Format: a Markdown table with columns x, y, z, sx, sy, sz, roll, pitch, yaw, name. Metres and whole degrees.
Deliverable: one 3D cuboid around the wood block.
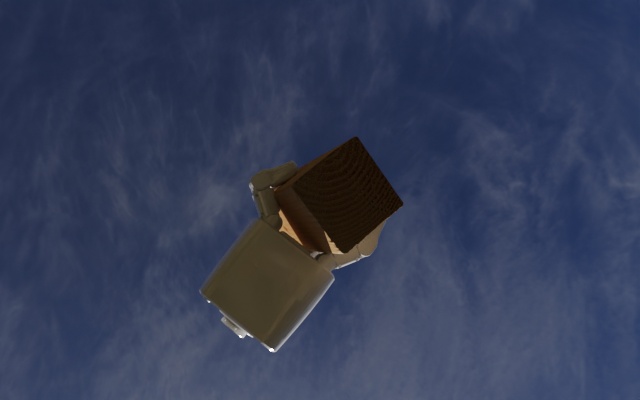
| x | y | z | sx | sy | sz | roll | pitch | yaw | name |
| --- | --- | --- | --- | --- | --- | --- | --- | --- | --- |
| 0.000 | 0.002 | 0.578 | 0.090 | 0.091 | 0.206 | -38 | 7 | -16 | wood block |
